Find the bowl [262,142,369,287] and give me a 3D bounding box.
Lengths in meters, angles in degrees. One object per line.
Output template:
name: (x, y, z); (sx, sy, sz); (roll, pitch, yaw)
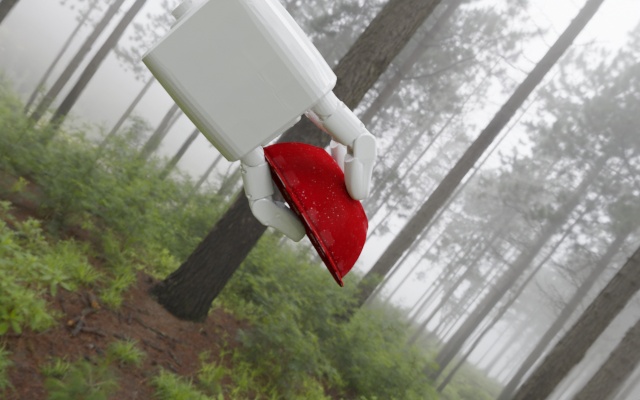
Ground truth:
bowl: (0.001, 0.002, 0.466); (0.055, 0.162, 0.162); (-31, 3, -6)
